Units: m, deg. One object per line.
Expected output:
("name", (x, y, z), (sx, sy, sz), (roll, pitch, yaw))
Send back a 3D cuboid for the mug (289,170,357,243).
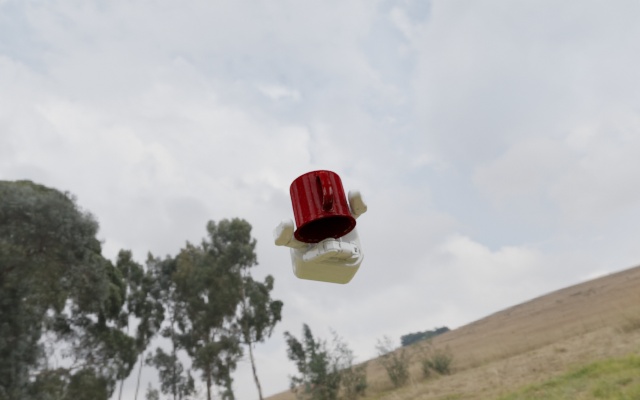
("mug", (0.000, 0.001, 0.698), (0.093, 0.081, 0.117), (-8, -27, -9))
